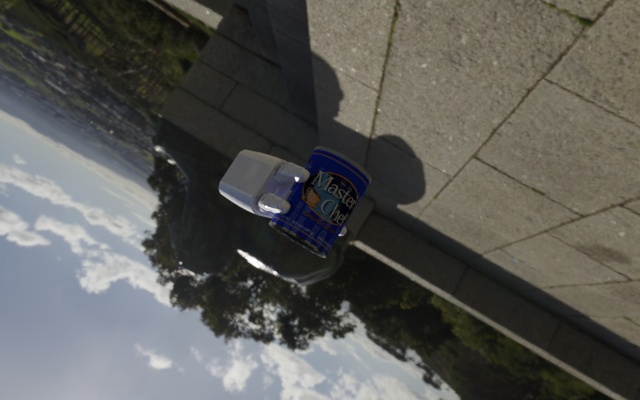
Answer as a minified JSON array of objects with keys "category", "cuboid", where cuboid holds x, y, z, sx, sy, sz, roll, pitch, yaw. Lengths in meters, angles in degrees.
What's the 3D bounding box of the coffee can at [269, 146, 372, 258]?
[{"category":"coffee can","cuboid":[0.000,0.002,0.734,0.103,0.140,0.103,30,-10,6]}]
